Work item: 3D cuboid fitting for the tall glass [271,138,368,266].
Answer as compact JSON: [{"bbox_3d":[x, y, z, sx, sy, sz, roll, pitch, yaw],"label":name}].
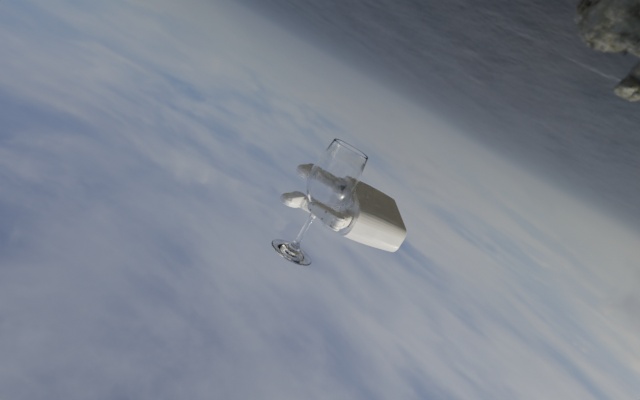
[{"bbox_3d":[0.000,0.003,0.765,0.079,0.201,0.079,28,14,-8],"label":"tall glass"}]
